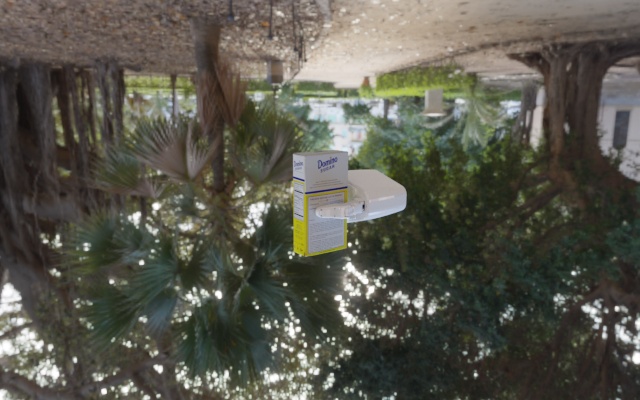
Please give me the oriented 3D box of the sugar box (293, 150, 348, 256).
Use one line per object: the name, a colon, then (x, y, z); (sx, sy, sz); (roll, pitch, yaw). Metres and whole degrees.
sugar box: (0.000, 0.003, 0.830); (0.093, 0.176, 0.048); (-8, 14, -35)
